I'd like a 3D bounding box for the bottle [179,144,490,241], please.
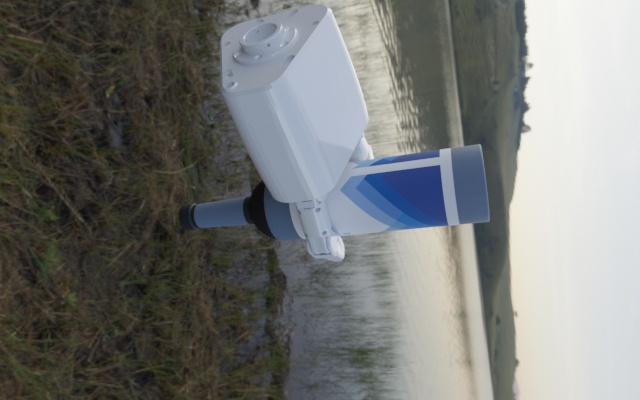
[{"bbox_3d":[0.000,0.002,0.449,0.296,0.069,0.069,-7,-2,18],"label":"bottle"}]
